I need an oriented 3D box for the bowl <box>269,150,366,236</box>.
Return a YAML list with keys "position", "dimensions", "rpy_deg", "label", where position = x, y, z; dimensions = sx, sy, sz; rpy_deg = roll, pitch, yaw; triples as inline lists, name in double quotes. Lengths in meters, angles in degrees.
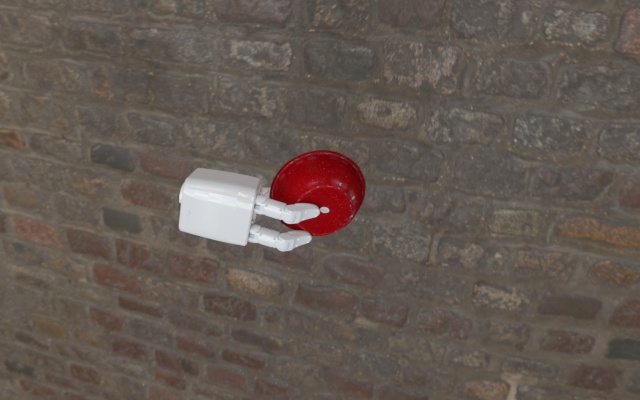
- position: [0.002, 0.003, 0.769]
  dimensions: [0.162, 0.162, 0.055]
  rpy_deg: [0, 32, -12]
  label: "bowl"
